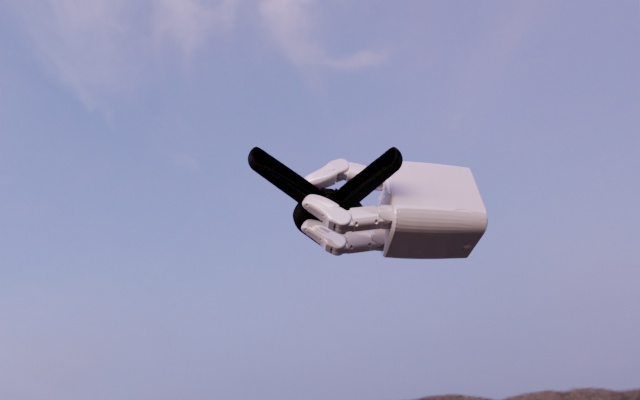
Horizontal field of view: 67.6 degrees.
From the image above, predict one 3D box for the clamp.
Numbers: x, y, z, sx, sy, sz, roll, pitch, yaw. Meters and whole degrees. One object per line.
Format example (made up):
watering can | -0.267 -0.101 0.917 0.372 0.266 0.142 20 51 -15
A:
clamp | 0.000 0.002 0.580 0.164 0.036 0.210 5 -33 0
